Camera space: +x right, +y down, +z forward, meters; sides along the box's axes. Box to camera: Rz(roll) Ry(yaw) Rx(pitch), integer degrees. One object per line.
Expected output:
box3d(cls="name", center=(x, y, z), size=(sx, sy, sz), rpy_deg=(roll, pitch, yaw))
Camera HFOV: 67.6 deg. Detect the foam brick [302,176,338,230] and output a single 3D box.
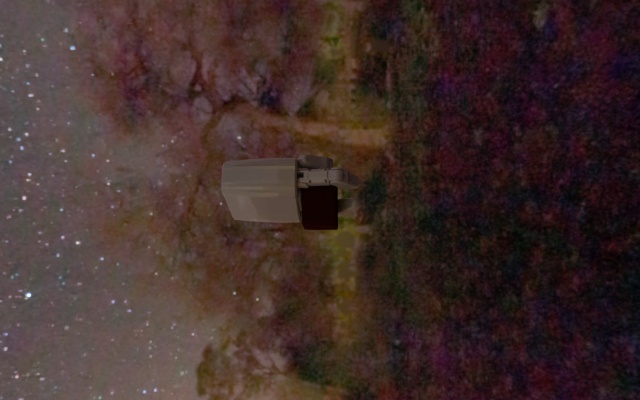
box3d(cls="foam brick", center=(0.000, 0.003, 0.696), size=(0.051, 0.078, 0.053), rpy_deg=(0, -13, 2))
